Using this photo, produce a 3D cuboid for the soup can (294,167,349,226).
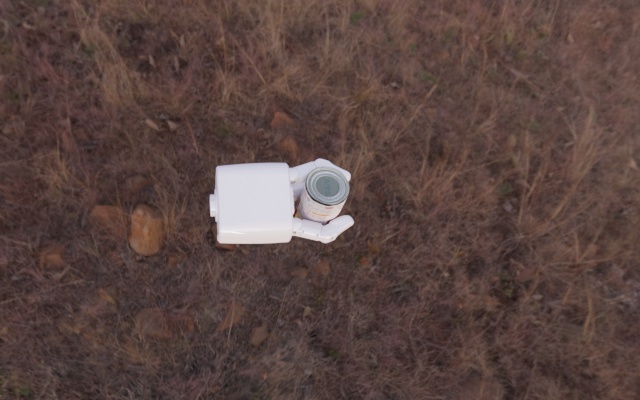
[{"bbox_3d":[0.001,0.002,0.730,0.068,0.068,0.102,0,-30,-14],"label":"soup can"}]
